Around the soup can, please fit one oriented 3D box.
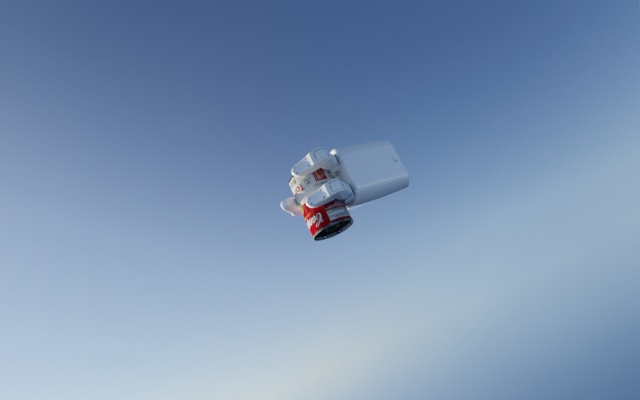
[{"bbox_3d":[0.000,0.002,0.745,0.068,0.102,0.068,-22,-18,-8],"label":"soup can"}]
